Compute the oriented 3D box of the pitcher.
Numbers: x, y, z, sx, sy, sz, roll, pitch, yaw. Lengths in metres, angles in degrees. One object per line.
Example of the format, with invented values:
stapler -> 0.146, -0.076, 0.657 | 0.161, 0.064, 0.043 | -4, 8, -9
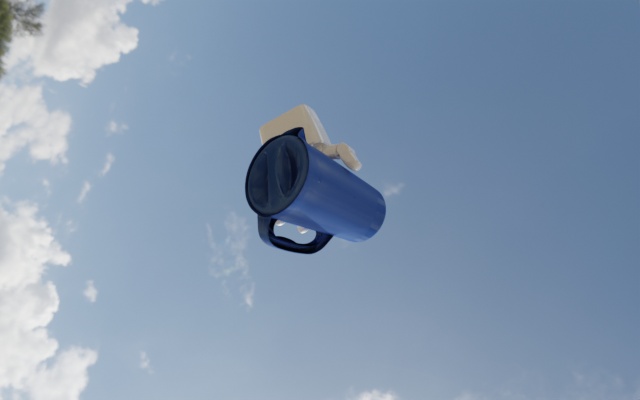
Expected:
pitcher -> 0.000, 0.002, 0.795 | 0.149, 0.145, 0.243 | -40, -39, 22
